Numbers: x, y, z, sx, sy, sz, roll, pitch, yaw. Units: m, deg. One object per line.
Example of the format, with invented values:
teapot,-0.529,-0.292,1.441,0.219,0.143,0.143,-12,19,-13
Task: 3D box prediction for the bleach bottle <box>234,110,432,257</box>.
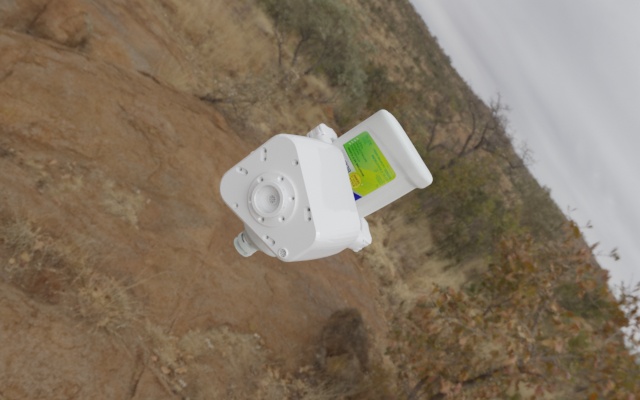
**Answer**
bleach bottle,0.000,0.002,0.576,0.251,0.102,0.068,-34,-15,19
